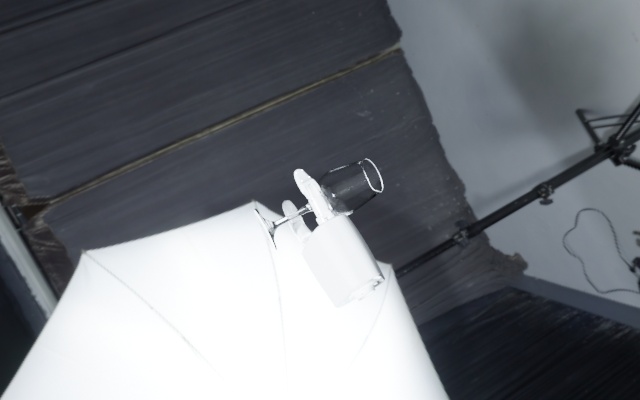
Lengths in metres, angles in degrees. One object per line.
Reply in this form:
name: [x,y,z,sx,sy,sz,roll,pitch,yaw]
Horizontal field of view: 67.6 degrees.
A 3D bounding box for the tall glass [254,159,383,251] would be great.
tall glass: [-0.001,0.003,0.765,0.201,0.079,0.079,-27,7,-13]
